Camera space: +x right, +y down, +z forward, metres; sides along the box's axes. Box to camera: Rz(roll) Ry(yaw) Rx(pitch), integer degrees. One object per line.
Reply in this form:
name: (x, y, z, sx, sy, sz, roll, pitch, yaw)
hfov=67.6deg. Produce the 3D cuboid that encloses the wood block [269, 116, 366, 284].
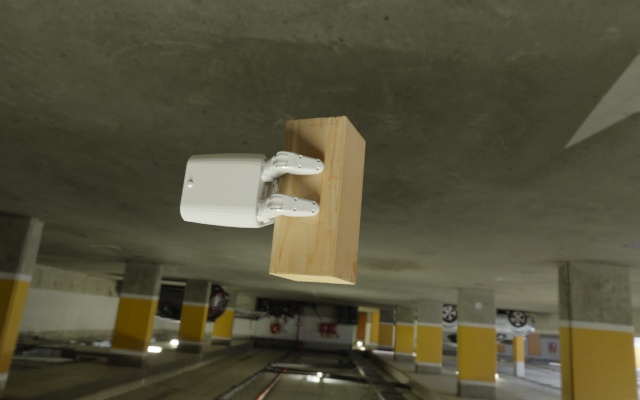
wood block: (0.000, 0.002, 0.641, 0.090, 0.206, 0.091, -1, -15, 22)
